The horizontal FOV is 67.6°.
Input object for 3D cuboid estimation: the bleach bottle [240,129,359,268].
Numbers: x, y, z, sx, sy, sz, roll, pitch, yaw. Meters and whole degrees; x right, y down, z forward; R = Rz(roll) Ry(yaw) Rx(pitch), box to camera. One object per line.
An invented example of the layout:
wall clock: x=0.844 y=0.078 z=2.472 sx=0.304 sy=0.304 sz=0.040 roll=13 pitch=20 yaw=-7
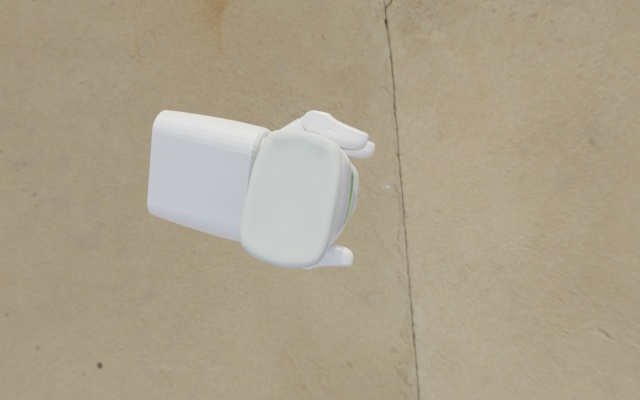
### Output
bleach bottle: x=0.000 y=0.001 z=0.459 sx=0.068 sy=0.102 sz=0.251 roll=13 pitch=0 yaw=10
